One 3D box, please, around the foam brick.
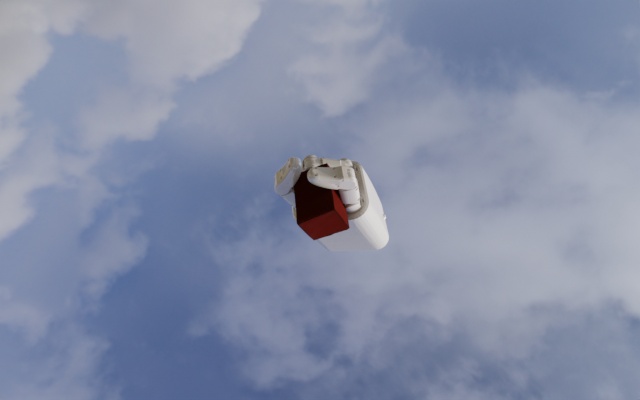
[{"bbox_3d":[0.000,0.002,0.611,0.053,0.078,0.051,-19,-38,16],"label":"foam brick"}]
